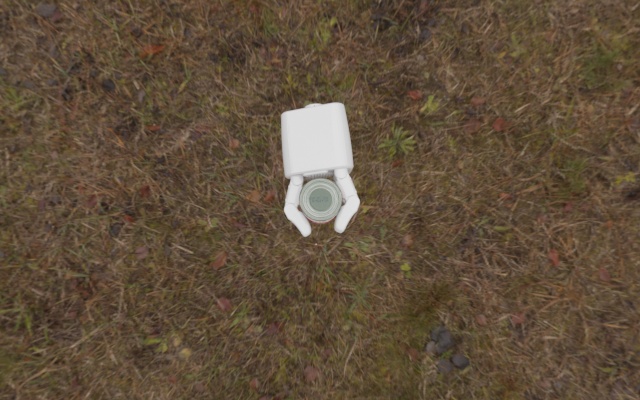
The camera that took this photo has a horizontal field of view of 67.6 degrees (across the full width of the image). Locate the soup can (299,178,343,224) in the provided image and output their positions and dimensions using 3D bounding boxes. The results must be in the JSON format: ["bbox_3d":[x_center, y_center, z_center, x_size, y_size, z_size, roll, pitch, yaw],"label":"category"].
[{"bbox_3d":[0.000,0.003,0.769,0.068,0.068,0.102,0,-5,-1],"label":"soup can"}]
